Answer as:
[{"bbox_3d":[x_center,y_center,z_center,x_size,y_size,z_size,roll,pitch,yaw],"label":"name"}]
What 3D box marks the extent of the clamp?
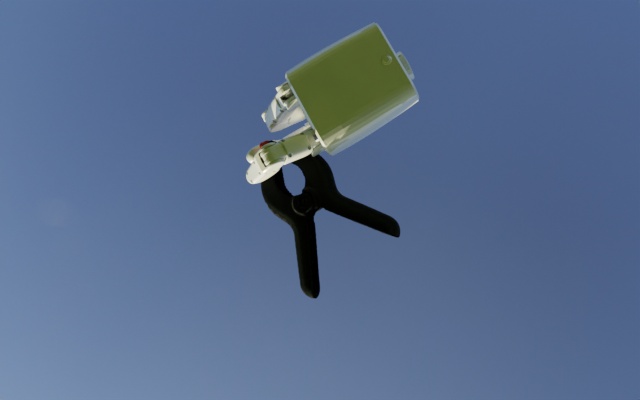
[{"bbox_3d":[0.000,0.002,0.496,0.120,0.171,0.039,-29,-8,9],"label":"clamp"}]
